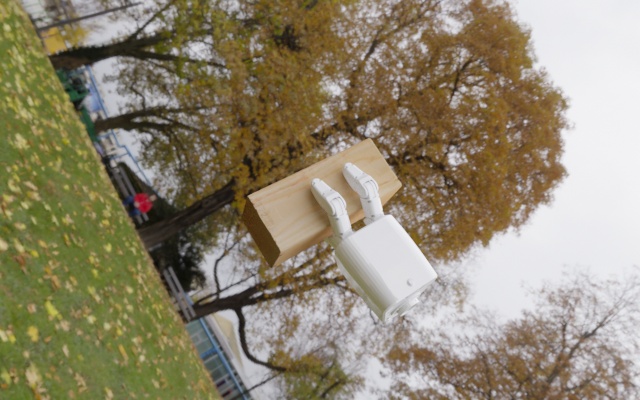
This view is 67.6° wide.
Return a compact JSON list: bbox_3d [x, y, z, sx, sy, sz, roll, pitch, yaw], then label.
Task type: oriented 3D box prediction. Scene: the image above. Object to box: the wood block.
[{"bbox_3d":[0.000,0.003,0.692,0.206,0.090,0.091,-27,-13,-24],"label":"wood block"}]
